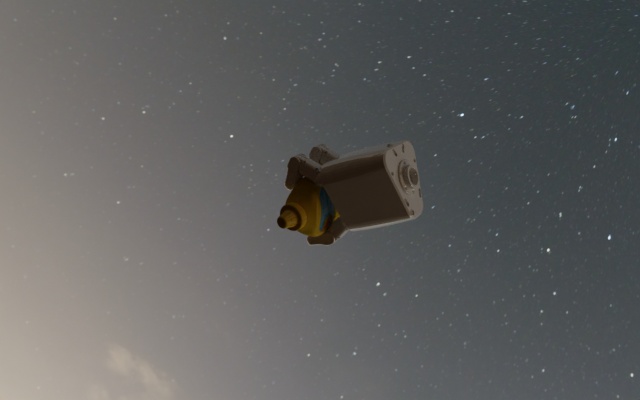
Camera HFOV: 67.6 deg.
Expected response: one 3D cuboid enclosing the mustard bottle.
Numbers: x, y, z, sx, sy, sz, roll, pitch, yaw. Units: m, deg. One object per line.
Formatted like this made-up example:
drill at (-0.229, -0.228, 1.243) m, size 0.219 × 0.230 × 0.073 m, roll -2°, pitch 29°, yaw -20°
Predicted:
mustard bottle at (0.000, 0.002, 0.735) m, size 0.058 × 0.096 × 0.191 m, roll 17°, pitch 27°, yaw 30°
